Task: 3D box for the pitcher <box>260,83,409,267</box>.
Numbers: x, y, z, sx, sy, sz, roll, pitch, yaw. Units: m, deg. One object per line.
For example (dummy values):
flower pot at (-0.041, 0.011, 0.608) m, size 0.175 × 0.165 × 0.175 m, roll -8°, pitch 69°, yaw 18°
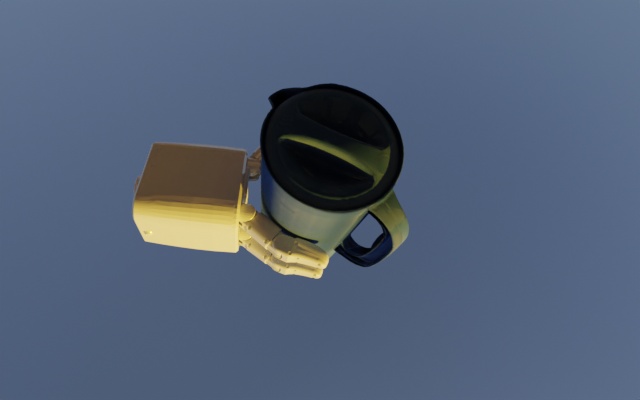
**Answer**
pitcher at (0.000, 0.002, 0.531) m, size 0.145 × 0.149 × 0.243 m, roll 6°, pitch -24°, yaw -7°
